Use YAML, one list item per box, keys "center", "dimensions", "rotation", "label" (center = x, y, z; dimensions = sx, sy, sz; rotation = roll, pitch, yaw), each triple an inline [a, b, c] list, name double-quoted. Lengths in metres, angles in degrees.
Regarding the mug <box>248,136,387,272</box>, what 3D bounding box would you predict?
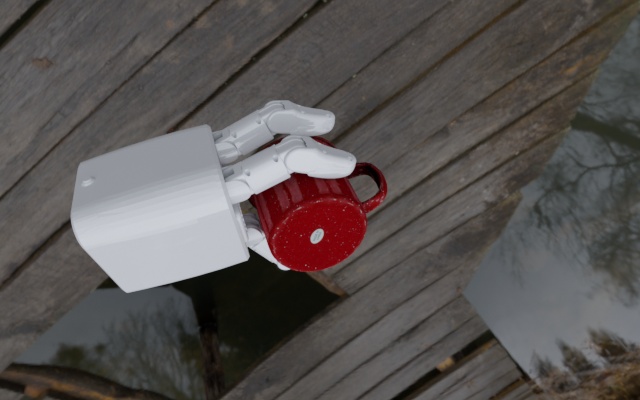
- center: [0.002, 0.001, 0.402]
  dimensions: [0.117, 0.093, 0.081]
  rotation: [-17, 42, -7]
  label: "mug"
